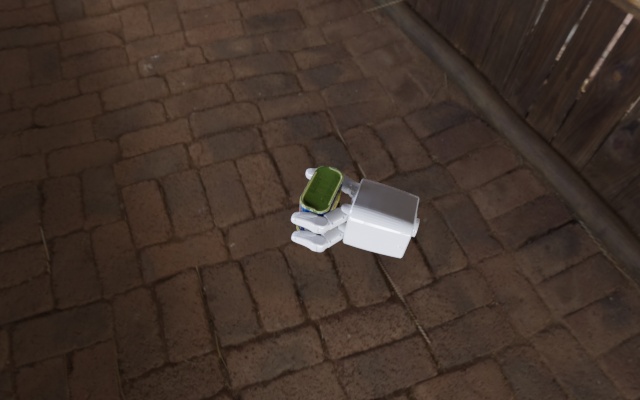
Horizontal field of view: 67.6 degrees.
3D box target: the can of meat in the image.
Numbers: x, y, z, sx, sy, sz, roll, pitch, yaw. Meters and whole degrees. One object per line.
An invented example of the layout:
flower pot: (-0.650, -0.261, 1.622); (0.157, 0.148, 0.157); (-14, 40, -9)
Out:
can of meat: (0.000, 0.002, 0.823); (0.057, 0.102, 0.084); (20, -35, 9)
